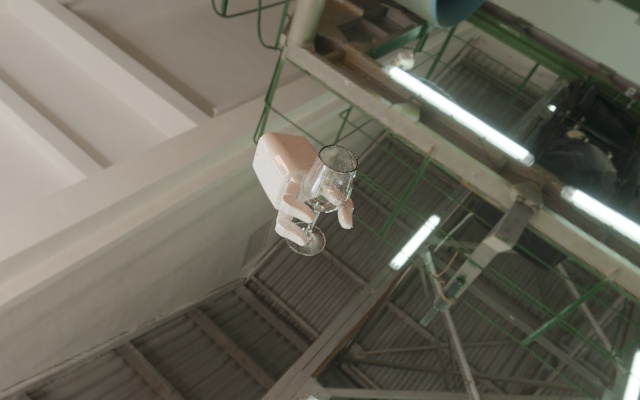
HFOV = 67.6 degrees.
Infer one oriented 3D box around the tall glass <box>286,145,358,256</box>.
[{"bbox_3d":[0.000,0.003,0.789,0.079,0.079,0.201,0,-41,-22],"label":"tall glass"}]
